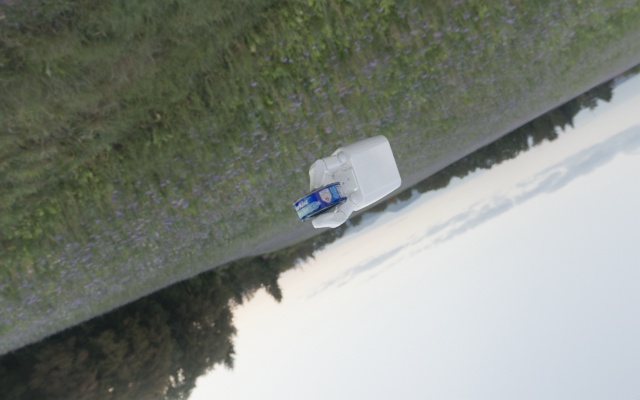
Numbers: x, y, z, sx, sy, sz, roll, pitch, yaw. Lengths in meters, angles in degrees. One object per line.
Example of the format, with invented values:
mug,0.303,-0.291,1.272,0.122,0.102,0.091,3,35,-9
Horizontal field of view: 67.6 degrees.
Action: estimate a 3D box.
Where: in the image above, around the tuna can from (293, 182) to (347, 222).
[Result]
tuna can,0.000,0.003,0.787,0.086,0.033,0.086,-25,-7,-3
